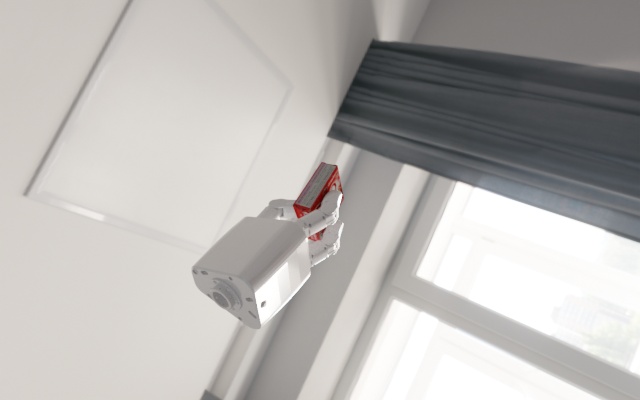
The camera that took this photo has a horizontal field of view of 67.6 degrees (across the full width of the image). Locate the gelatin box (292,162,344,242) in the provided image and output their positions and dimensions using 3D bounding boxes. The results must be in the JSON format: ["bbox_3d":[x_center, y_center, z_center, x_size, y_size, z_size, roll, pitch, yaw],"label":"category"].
[{"bbox_3d":[0.000,0.002,0.679,0.030,0.089,0.073,15,-35,24],"label":"gelatin box"}]
